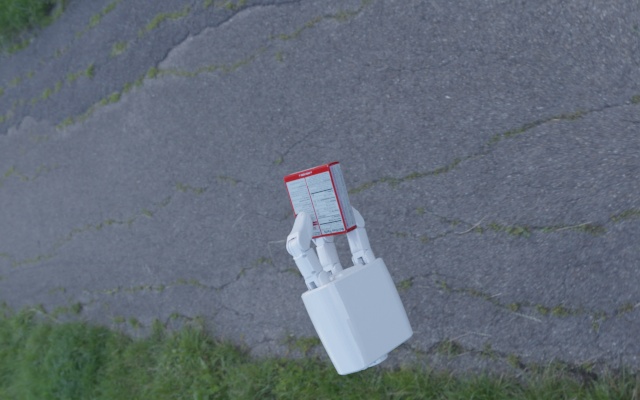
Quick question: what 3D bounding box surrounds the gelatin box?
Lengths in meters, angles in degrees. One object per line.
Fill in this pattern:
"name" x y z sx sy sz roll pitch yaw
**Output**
"gelatin box" 0.000 0.002 0.608 0.073 0.089 0.030 -13 6 36
